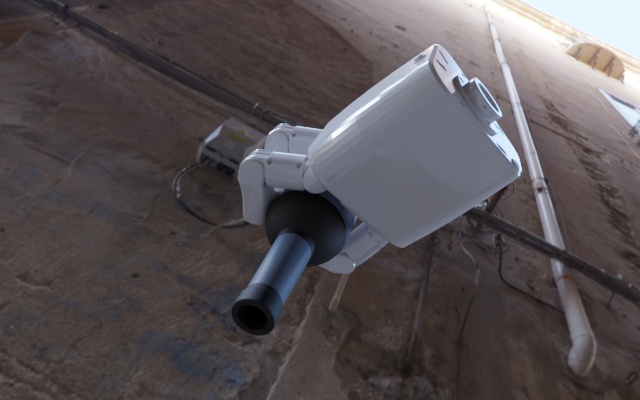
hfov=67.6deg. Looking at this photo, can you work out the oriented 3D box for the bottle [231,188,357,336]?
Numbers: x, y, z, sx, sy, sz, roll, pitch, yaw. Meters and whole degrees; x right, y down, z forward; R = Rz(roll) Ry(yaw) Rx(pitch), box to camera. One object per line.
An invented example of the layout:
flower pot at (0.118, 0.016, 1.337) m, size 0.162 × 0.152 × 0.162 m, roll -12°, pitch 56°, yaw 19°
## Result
bottle at (0.000, 0.001, 0.401) m, size 0.069 × 0.069 × 0.295 m, roll 0°, pitch 27°, yaw 18°
